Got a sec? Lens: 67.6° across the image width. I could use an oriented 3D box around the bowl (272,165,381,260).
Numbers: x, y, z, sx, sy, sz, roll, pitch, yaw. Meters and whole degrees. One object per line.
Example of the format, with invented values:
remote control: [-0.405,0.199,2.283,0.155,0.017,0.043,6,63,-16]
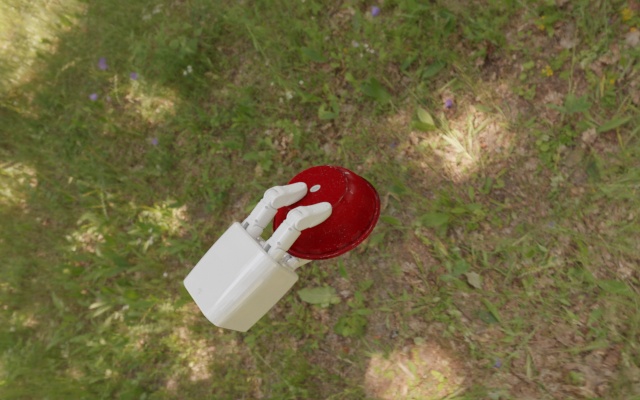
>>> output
bowl: [0.001,0.001,0.670,0.162,0.162,0.055,0,-40,22]
